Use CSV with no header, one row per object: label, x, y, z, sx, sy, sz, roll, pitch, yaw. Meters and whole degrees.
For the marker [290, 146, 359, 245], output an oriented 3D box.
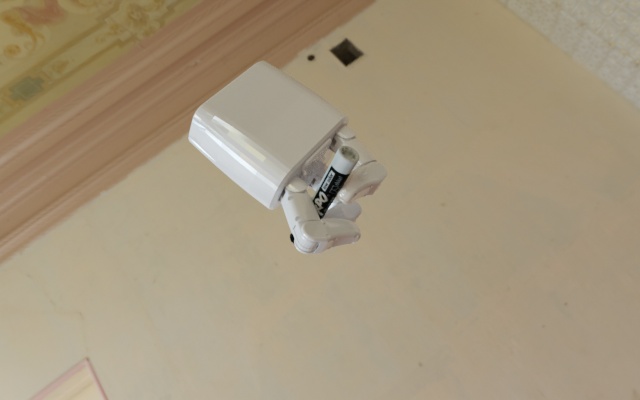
marker,0.000,0.001,0.421,0.020,0.020,0.121,0,-40,-30
